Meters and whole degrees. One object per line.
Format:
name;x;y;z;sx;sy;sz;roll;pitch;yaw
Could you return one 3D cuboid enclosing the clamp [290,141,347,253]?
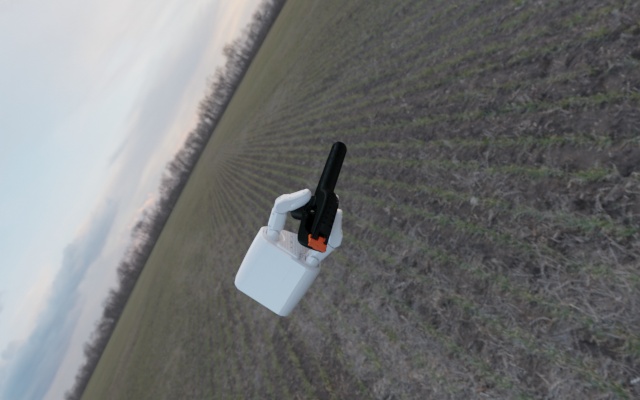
clamp;-0.001;0.003;0.743;0.036;0.164;0.210;26;20;-15
